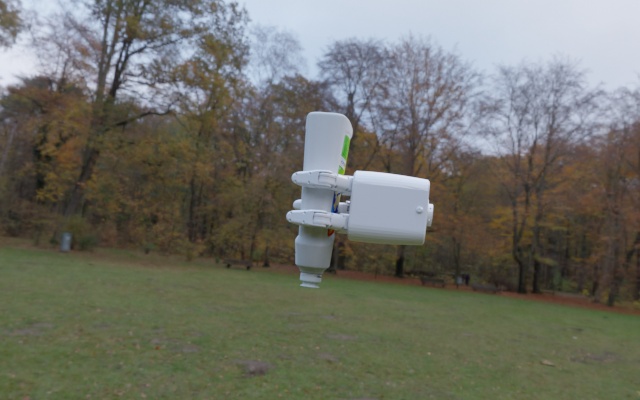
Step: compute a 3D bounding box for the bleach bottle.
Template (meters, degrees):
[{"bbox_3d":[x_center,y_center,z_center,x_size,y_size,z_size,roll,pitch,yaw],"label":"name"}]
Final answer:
[{"bbox_3d":[0.000,0.002,0.714,0.068,0.251,0.102,6,-7,9],"label":"bleach bottle"}]
